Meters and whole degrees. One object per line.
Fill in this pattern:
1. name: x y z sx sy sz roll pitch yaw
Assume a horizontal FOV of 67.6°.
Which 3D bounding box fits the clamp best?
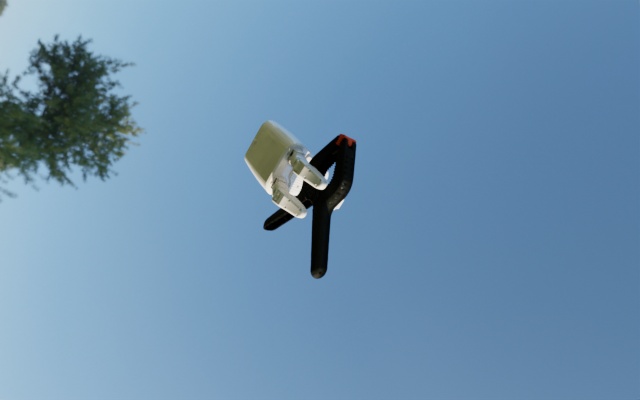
1. clamp: 0.001 0.002 0.727 0.036 0.210 0.164 18 20 -44
